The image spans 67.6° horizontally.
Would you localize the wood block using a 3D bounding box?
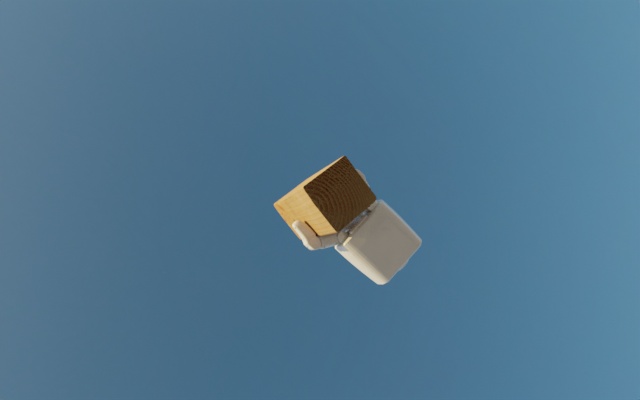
[{"bbox_3d":[0.000,0.003,0.827,0.091,0.090,0.206,-39,5,-19],"label":"wood block"}]
